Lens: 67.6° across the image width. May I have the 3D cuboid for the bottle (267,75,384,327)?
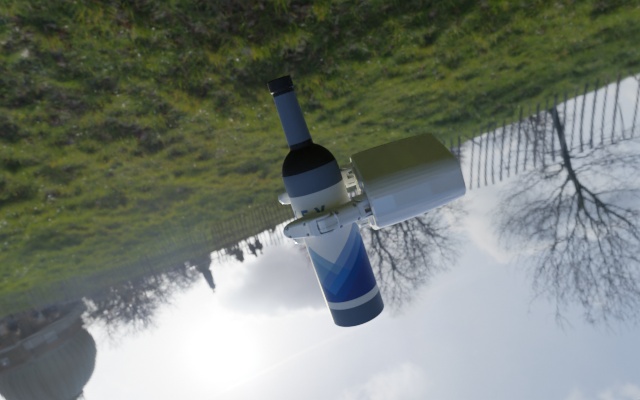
[{"bbox_3d":[0.000,0.002,0.558,0.069,0.296,0.069,-18,12,4],"label":"bottle"}]
